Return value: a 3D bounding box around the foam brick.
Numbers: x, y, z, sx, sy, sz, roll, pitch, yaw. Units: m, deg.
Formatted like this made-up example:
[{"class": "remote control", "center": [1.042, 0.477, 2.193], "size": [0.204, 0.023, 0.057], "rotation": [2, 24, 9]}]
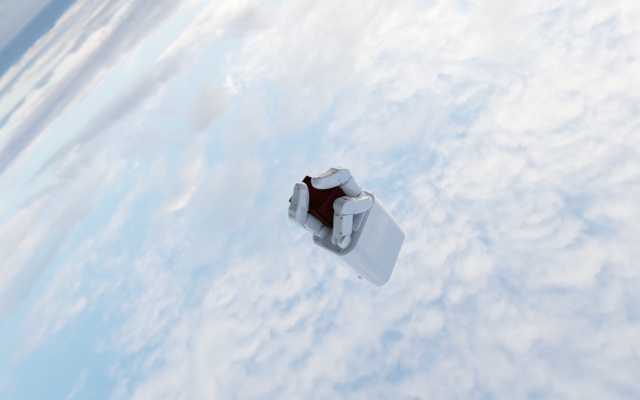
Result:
[{"class": "foam brick", "center": [0.000, 0.002, 0.725], "size": [0.051, 0.053, 0.078], "rotation": [44, -14, -35]}]
